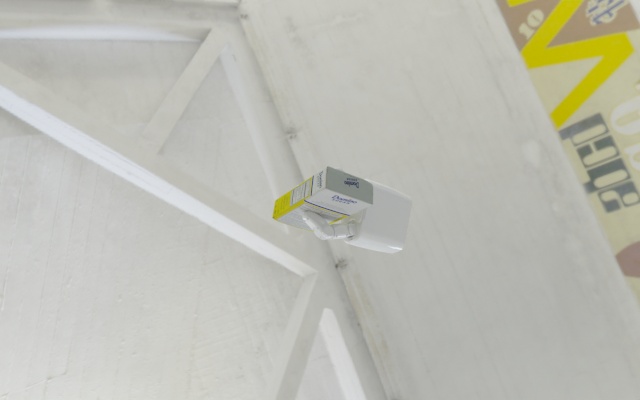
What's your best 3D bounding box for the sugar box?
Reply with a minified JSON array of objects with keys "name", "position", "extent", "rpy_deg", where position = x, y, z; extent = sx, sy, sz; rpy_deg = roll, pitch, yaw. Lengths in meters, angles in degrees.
[{"name":"sugar box","position":[0.000,0.002,0.806],"extent":[0.093,0.048,0.176],"rpy_deg":[19,-29,-28]}]
